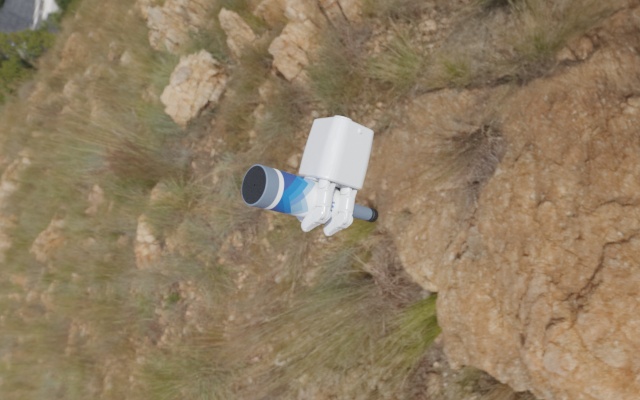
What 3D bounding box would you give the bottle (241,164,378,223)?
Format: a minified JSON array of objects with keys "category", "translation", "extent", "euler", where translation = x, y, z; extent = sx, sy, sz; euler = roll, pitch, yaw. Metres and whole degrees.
[{"category":"bottle","translation":[0.000,0.003,0.844],"extent":[0.296,0.069,0.069],"euler":[15,-10,-43]}]
